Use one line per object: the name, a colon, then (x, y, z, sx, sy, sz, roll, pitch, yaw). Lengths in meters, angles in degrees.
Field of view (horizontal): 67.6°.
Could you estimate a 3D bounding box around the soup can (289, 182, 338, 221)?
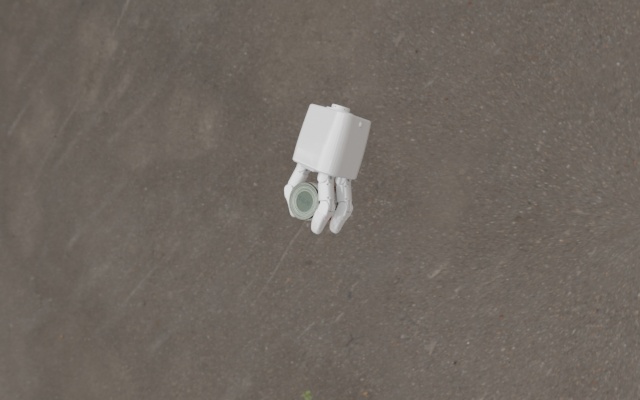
soup can: (0.000, 0.003, 0.857, 0.068, 0.068, 0.102, 0, -2, 35)
